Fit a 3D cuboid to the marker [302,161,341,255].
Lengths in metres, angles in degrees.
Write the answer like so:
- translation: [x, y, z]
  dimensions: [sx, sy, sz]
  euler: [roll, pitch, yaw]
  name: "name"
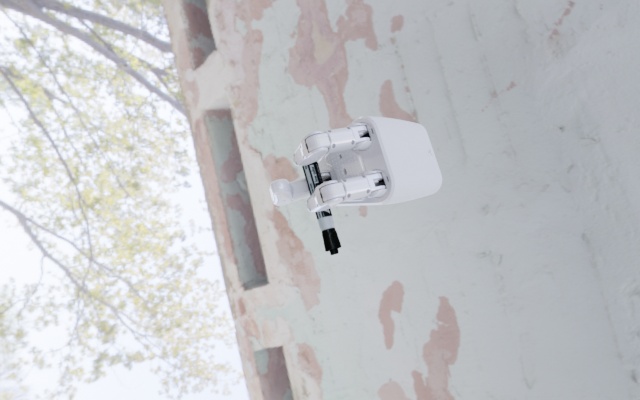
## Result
- translation: [0.000, 0.002, 0.535]
  dimensions: [0.020, 0.121, 0.020]
  euler: [-15, -9, -3]
  name: "marker"
